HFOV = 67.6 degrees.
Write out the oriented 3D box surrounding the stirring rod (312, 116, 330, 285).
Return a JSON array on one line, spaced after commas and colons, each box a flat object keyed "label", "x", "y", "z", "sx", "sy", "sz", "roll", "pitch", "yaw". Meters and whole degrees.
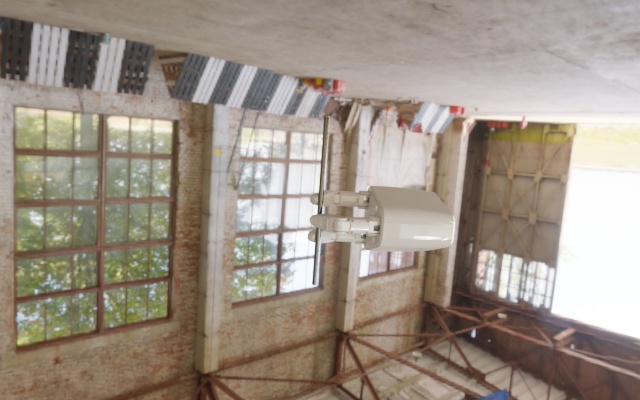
[{"label": "stirring rod", "x": 0.000, "y": 0.002, "z": 0.674, "sx": 0.011, "sy": 0.239, "sz": 0.011, "roll": 4, "pitch": 7, "yaw": 0}]
